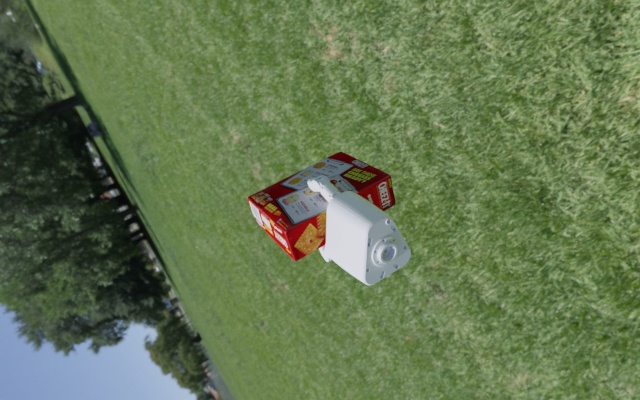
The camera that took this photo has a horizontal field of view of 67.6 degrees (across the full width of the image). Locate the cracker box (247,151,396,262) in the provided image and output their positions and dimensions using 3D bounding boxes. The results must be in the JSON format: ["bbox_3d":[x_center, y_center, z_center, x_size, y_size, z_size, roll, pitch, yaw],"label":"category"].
[{"bbox_3d":[0.000,0.003,0.859,0.213,0.072,0.164,-27,33,-20],"label":"cracker box"}]
